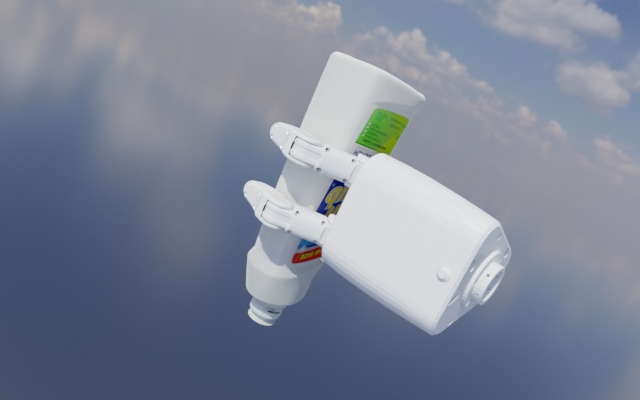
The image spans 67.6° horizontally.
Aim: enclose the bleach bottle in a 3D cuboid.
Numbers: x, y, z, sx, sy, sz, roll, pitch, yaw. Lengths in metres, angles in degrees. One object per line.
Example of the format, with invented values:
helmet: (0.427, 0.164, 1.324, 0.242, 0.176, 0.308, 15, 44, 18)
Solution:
bleach bottle: (0.000, 0.001, 0.438, 0.068, 0.251, 0.102, 33, 15, 32)
